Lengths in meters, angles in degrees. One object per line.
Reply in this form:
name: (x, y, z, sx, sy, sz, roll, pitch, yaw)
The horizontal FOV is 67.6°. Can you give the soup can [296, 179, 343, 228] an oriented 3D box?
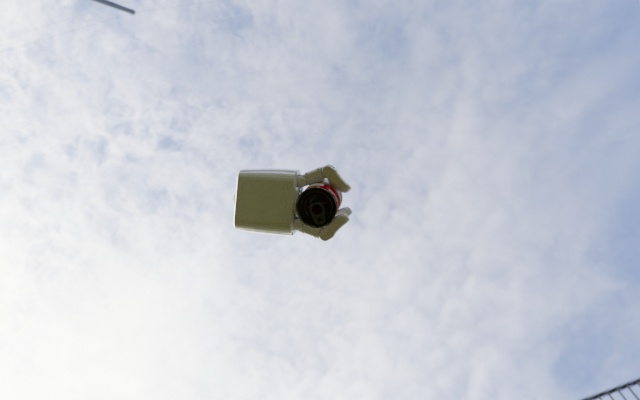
soup can: (0.001, 0.003, 0.821, 0.068, 0.068, 0.102, 0, 11, 9)
